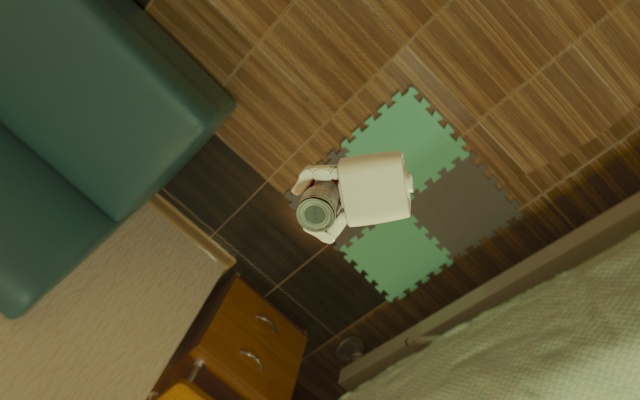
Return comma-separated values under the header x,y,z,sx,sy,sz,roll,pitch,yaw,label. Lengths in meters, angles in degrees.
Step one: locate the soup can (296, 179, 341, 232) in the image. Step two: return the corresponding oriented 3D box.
x,y,z,sx,sy,sz,roll,pitch,yaw,label
0.000,0.003,0.831,0.068,0.068,0.102,0,27,11,soup can
